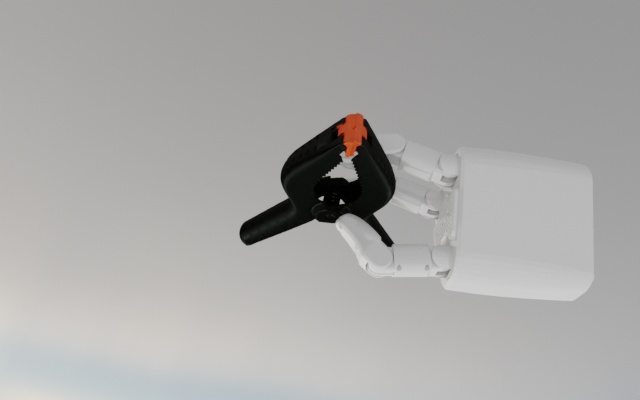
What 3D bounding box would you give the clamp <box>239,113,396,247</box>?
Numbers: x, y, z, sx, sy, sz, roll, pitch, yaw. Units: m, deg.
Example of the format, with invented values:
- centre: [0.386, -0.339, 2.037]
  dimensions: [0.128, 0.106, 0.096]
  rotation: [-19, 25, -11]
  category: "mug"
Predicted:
- centre: [0.000, 0.002, 0.422]
  dimensions: [0.164, 0.036, 0.210]
  rotation: [4, -31, 2]
  category: "clamp"
